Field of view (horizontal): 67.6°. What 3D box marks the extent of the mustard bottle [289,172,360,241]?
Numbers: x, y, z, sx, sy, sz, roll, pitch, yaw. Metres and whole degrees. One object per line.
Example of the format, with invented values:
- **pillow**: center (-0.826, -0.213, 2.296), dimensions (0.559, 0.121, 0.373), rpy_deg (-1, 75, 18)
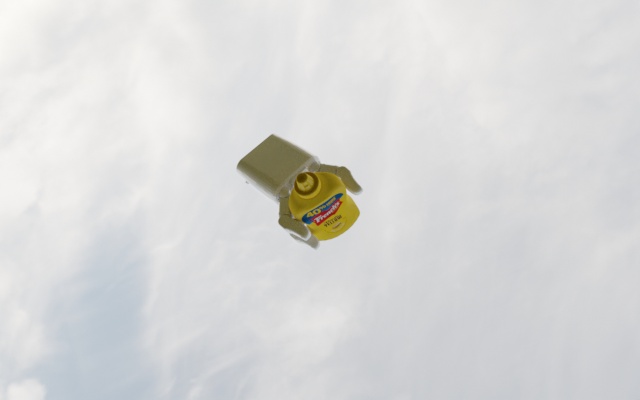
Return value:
- **mustard bottle**: center (0.000, 0.003, 0.785), dimensions (0.096, 0.058, 0.192), rpy_deg (-31, -29, 3)
